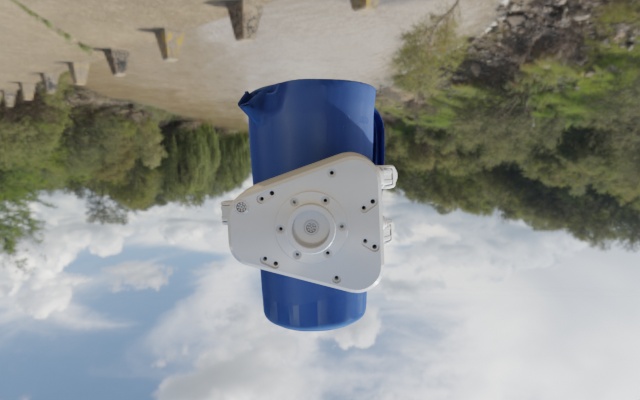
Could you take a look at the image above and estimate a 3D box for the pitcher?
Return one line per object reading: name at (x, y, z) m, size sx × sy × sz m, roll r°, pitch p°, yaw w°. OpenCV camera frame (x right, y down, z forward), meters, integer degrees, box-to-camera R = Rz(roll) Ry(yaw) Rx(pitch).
pitcher at (0.000, 0.002, 0.502) m, size 0.149 × 0.243 × 0.145 m, roll -1°, pitch 4°, yaw 1°
